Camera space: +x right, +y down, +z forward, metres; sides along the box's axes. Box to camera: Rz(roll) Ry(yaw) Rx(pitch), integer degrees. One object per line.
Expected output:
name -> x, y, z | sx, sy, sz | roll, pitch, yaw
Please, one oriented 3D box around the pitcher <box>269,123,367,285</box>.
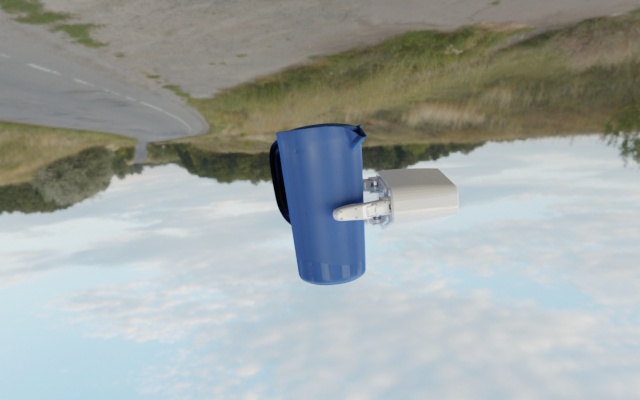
pitcher -> 0.000, 0.002, 0.756 | 0.145, 0.243, 0.149 | -6, 6, -7
